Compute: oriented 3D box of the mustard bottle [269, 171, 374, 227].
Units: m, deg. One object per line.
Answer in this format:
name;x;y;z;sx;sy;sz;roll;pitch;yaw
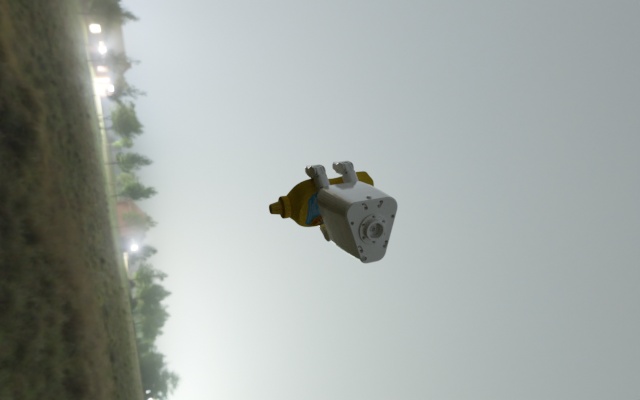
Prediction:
mustard bottle;0.000;0.003;0.869;0.191;0.096;0.058;-9;42;-22
